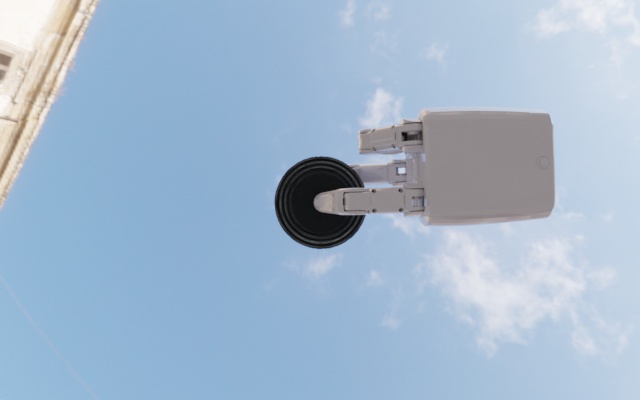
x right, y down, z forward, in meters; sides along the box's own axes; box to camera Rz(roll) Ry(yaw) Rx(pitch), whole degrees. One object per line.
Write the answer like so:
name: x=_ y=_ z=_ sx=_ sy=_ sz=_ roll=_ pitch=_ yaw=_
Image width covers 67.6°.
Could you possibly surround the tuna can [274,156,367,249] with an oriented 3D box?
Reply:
tuna can: x=0.000 y=0.001 z=0.455 sx=0.086 sy=0.086 sz=0.034 roll=0 pitch=3 yaw=-2
